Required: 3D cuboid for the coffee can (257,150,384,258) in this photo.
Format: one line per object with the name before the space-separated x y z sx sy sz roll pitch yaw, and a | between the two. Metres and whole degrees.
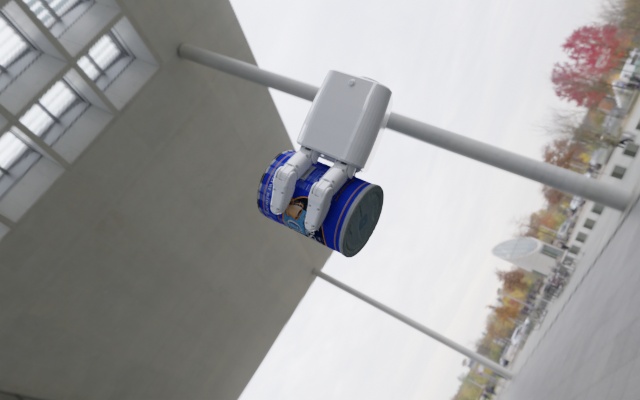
coffee can | 0.000 0.002 0.647 0.140 0.103 0.103 24 11 26
